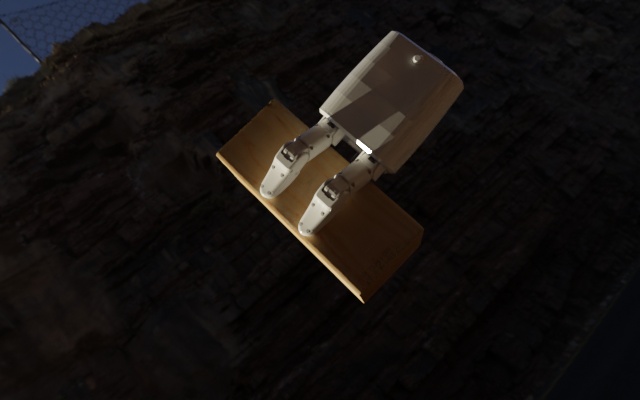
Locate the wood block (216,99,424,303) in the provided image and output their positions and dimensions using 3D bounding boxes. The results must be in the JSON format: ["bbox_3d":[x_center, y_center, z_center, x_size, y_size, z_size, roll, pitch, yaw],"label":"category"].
[{"bbox_3d":[0.000,0.001,0.507,0.206,0.090,0.091,43,-6,18],"label":"wood block"}]
